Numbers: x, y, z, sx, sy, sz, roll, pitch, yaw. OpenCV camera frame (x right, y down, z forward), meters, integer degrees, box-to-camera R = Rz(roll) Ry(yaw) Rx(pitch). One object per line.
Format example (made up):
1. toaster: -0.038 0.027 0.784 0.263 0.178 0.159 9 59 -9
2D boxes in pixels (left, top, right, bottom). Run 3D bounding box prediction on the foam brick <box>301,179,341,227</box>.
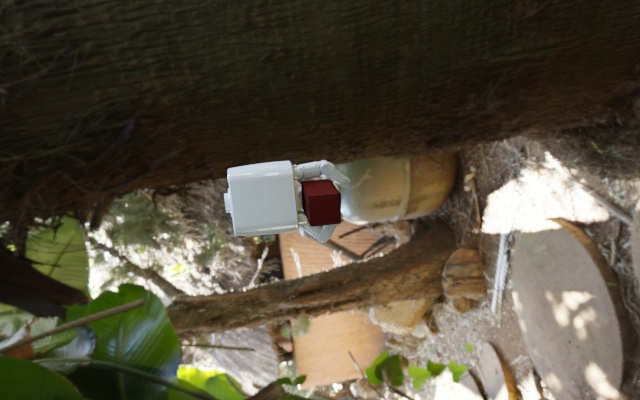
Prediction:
1. foam brick: 0.000 0.003 0.774 0.051 0.053 0.078 -5 21 -10
